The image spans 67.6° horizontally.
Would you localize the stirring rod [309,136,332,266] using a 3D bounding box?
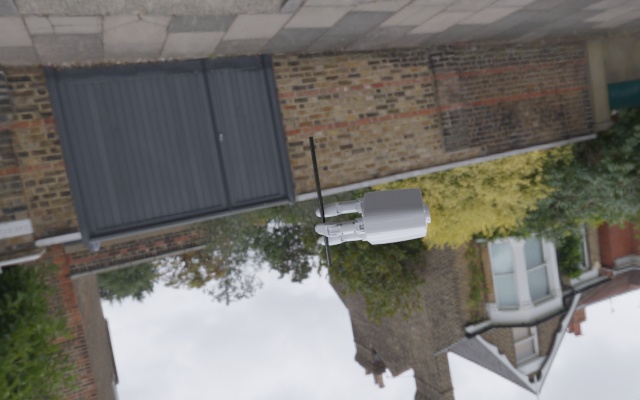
[{"bbox_3d":[0.000,0.003,0.877,0.011,0.239,0.011,-8,6,1],"label":"stirring rod"}]
